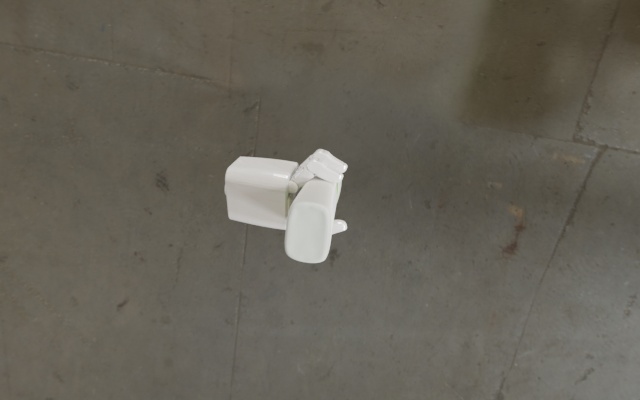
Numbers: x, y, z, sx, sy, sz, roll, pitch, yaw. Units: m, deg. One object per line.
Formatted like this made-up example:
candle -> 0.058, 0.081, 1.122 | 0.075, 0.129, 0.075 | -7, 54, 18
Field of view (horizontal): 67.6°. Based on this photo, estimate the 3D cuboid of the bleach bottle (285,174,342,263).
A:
bleach bottle -> 0.000, 0.003, 0.807 | 0.068, 0.103, 0.250 | 9, 22, 6
